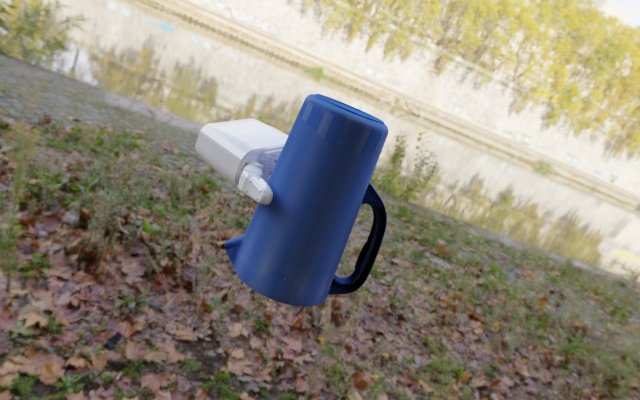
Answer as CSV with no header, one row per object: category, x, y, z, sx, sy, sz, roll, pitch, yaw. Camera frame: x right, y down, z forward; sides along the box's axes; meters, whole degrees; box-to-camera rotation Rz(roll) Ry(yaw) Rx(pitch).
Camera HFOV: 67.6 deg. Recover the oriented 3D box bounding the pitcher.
pitcher,0.000,0.002,0.598,0.145,0.243,0.149,34,19,36
